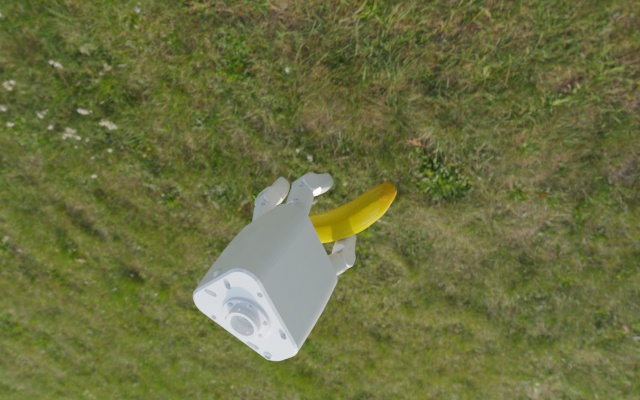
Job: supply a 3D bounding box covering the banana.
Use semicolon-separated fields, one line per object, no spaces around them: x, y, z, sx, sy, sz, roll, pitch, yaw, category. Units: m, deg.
0.001;0.019;0.580;0.198;0.070;0.037;-4;21;28;banana
